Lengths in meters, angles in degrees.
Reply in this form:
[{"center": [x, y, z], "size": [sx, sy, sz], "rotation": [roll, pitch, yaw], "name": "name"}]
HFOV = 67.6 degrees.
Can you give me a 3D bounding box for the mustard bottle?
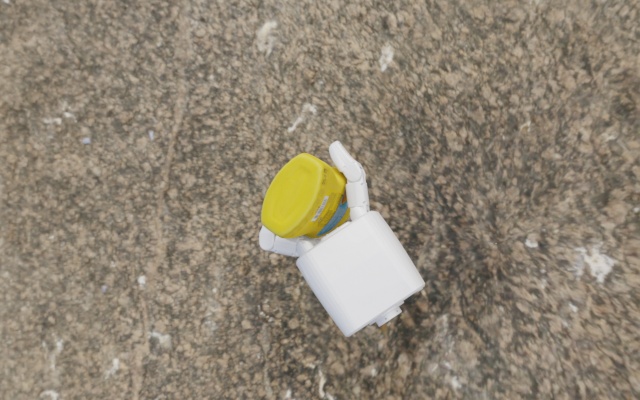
[{"center": [0.000, 0.002, 0.603], "size": [0.058, 0.096, 0.191], "rotation": [31, 6, 20], "name": "mustard bottle"}]
